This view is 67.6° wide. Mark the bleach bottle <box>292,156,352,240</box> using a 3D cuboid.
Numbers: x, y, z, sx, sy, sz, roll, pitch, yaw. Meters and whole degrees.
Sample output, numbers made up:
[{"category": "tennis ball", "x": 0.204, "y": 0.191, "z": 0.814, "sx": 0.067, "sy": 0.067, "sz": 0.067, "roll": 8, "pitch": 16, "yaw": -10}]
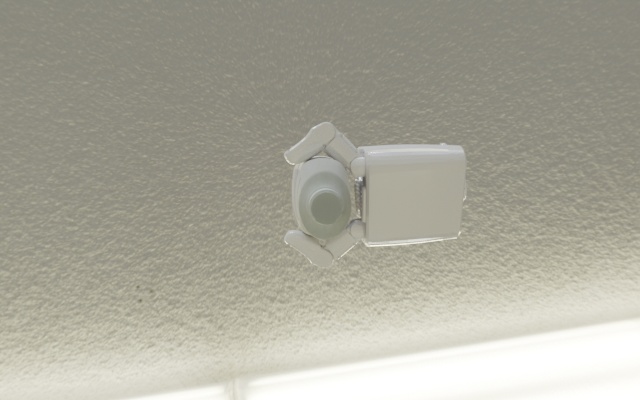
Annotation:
[{"category": "bleach bottle", "x": 0.000, "y": 0.002, "z": 0.534, "sx": 0.068, "sy": 0.102, "sz": 0.251, "roll": -3, "pitch": 6, "yaw": -2}]
